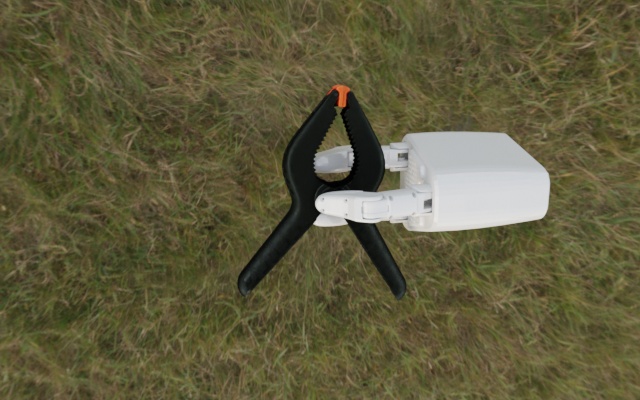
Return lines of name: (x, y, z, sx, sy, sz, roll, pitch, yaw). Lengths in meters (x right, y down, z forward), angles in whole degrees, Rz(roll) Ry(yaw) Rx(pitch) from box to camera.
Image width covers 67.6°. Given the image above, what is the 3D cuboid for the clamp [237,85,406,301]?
clamp: (0.000, 0.001, 0.443, 0.164, 0.210, 0.036, -4, 14, -7)
